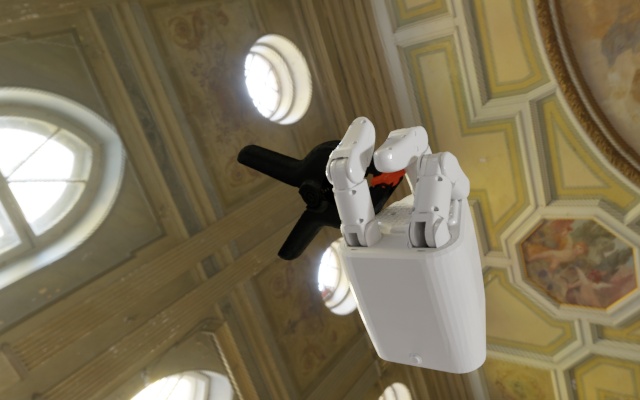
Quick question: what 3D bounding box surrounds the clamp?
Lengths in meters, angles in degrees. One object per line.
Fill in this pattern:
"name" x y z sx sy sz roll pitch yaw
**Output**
"clamp" 0.001 0.001 0.429 0.171 0.120 0.039 -1 27 43
